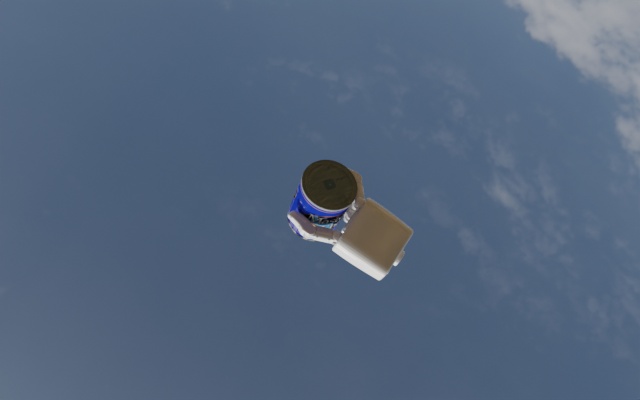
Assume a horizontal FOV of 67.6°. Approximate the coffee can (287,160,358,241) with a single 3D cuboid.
[{"bbox_3d":[0.000,0.003,0.899,0.103,0.102,0.140,0,-27,-16],"label":"coffee can"}]
